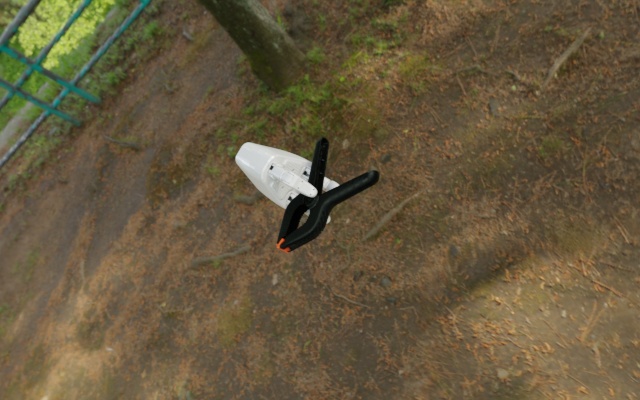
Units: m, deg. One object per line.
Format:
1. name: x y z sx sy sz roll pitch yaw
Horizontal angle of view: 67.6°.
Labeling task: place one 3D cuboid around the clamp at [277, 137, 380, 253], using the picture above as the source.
1. clamp: -0.001 0.003 0.807 0.036 0.210 0.164 32 -2 -43
